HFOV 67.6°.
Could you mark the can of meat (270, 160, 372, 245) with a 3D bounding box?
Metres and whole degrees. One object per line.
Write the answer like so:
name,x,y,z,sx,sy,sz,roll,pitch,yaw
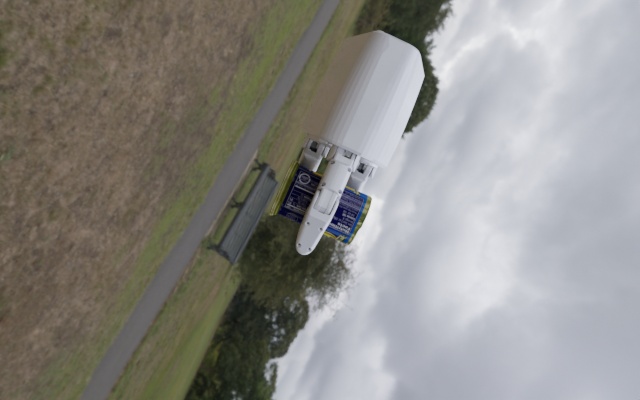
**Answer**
can of meat,0.000,0.002,0.484,0.084,0.057,0.102,24,3,-3
